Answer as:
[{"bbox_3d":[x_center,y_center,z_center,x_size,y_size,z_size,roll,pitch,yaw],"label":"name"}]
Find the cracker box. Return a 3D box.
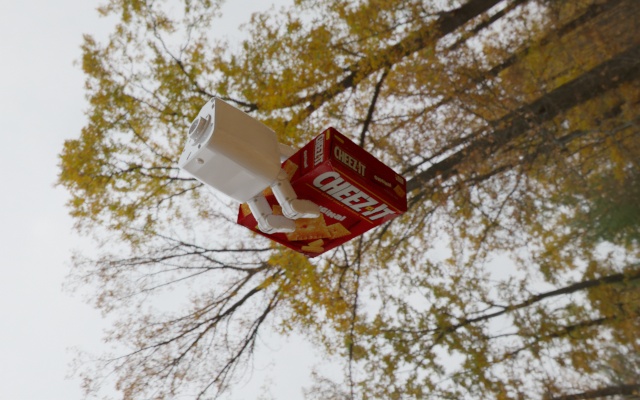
[{"bbox_3d":[0.000,0.002,0.735,0.164,0.072,0.214,30,-44,-32],"label":"cracker box"}]
